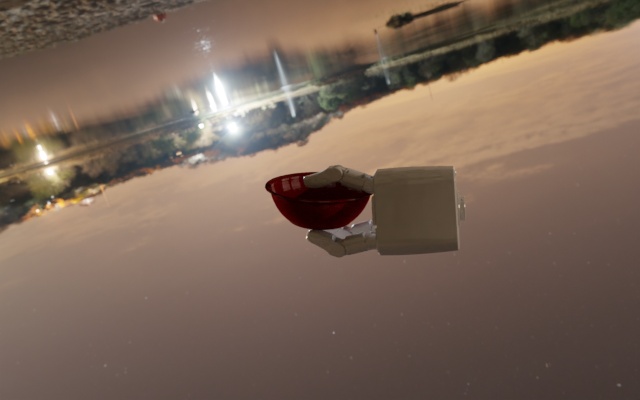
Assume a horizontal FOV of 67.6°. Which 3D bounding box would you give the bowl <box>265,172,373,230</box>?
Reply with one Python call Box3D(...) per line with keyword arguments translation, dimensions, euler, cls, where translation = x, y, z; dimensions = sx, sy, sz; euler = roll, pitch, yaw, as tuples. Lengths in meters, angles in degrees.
Box3D(translation=(-0.001, 0.002, 0.697), dimensions=(0.162, 0.055, 0.162), euler=(1, 17, 0), cls="bowl")
